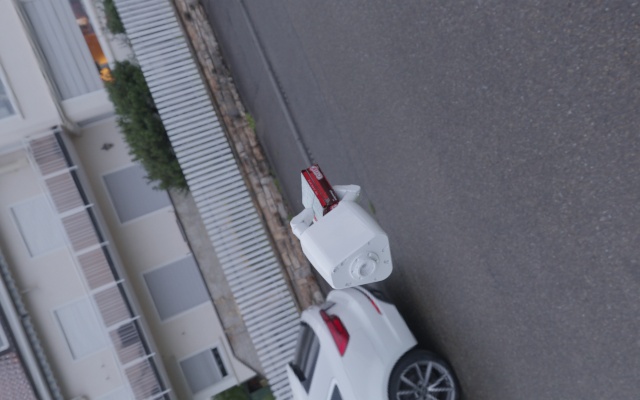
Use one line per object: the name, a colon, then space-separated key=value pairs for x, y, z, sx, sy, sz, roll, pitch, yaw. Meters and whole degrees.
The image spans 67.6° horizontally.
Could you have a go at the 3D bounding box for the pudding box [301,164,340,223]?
pudding box: x=0.000 y=0.003 z=0.857 sx=0.039 sy=0.090 sz=0.114 roll=-22 pitch=-29 yaw=-15
